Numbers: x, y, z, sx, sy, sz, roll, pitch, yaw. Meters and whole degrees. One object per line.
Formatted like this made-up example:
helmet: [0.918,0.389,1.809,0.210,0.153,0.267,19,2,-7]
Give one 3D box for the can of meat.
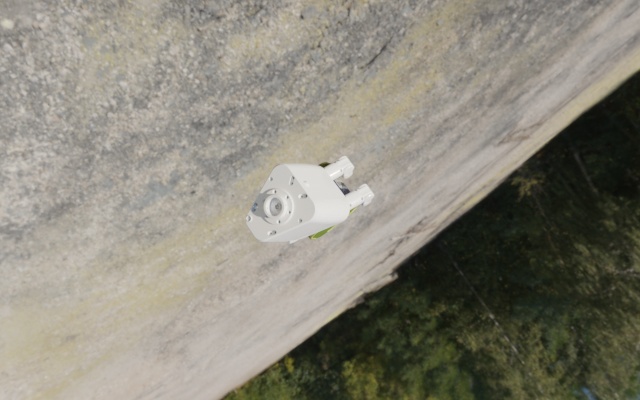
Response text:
can of meat: [0.000,0.003,0.774,0.102,0.084,0.057,-41,-16,17]
